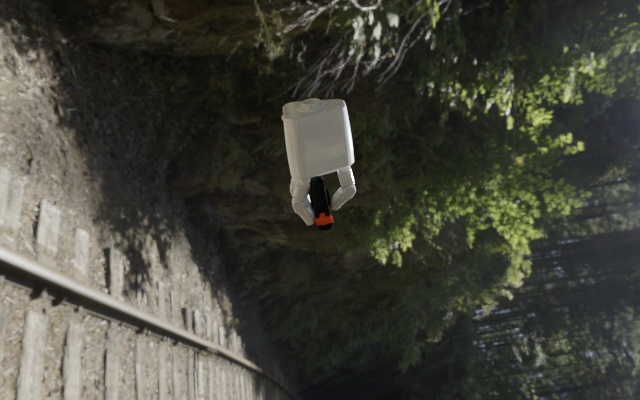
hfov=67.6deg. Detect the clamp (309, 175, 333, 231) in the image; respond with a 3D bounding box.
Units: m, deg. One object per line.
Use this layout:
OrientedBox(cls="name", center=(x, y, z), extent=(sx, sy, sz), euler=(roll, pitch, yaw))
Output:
OrientedBox(cls="clamp", center=(0.001, 0.003, 0.871), extent=(0.036, 0.165, 0.210), euler=(-11, 29, 0))
